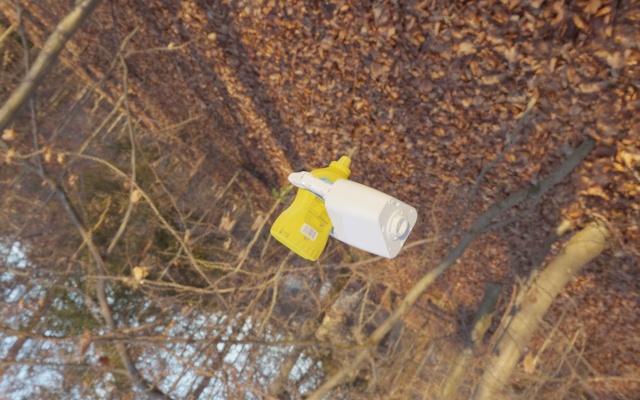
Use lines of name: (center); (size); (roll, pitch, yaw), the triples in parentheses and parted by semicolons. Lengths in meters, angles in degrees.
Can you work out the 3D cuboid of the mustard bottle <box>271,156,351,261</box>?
mustard bottle: (0.000, 0.003, 0.841); (0.096, 0.191, 0.058); (38, -15, -23)
